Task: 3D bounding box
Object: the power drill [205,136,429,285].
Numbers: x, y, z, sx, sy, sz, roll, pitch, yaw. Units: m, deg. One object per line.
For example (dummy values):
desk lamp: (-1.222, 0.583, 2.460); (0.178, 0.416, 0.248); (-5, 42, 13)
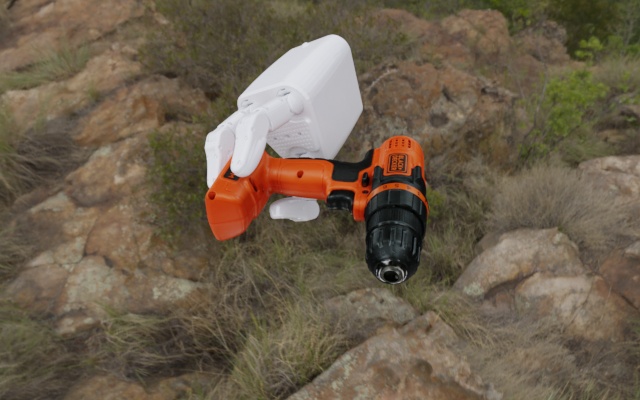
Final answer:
power drill: (0.000, 0.001, 0.424); (0.187, 0.057, 0.184); (2, 33, 11)
